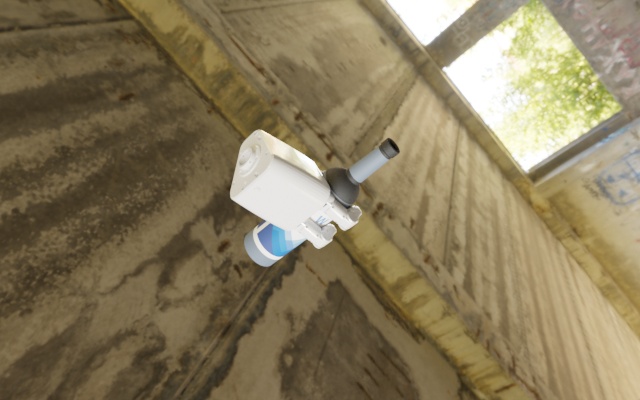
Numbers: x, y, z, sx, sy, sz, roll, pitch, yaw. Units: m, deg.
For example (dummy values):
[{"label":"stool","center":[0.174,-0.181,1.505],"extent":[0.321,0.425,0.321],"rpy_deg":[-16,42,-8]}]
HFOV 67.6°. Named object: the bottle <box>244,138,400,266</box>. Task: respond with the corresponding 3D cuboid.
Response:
[{"label":"bottle","center":[0.000,0.003,0.738],"extent":[0.296,0.069,0.069],"rpy_deg":[-38,-20,28]}]
